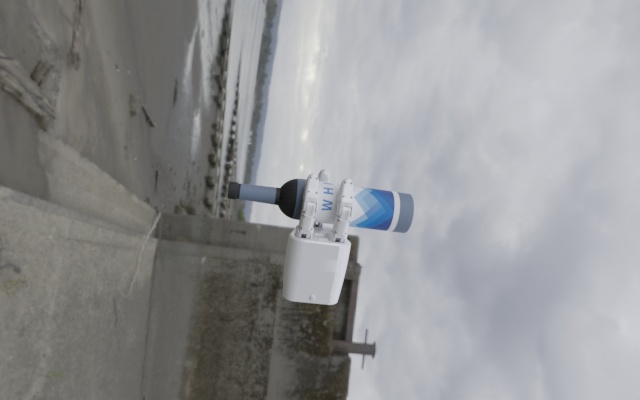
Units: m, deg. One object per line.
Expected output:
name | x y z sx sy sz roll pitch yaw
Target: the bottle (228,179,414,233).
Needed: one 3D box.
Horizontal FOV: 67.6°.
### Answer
bottle | 0.000 0.002 0.772 0.296 0.069 0.069 8 -1 -10
